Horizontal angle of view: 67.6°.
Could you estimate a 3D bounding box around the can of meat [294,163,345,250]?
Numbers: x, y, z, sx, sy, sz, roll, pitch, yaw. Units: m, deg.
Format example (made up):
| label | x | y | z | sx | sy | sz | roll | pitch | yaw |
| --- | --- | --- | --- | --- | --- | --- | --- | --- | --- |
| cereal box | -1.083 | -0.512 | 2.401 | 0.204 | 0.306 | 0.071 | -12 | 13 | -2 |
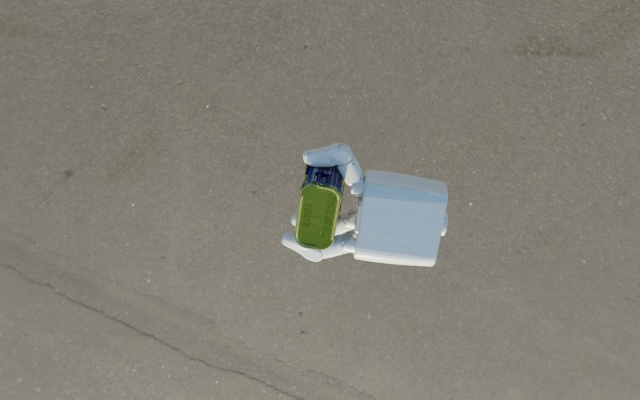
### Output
| label | x | y | z | sx | sy | sz | roll | pitch | yaw |
| --- | --- | --- | --- | --- | --- | --- | --- | --- | --- |
| can of meat | 0.000 | 0.002 | 0.623 | 0.057 | 0.102 | 0.084 | 9 | 31 | 1 |
